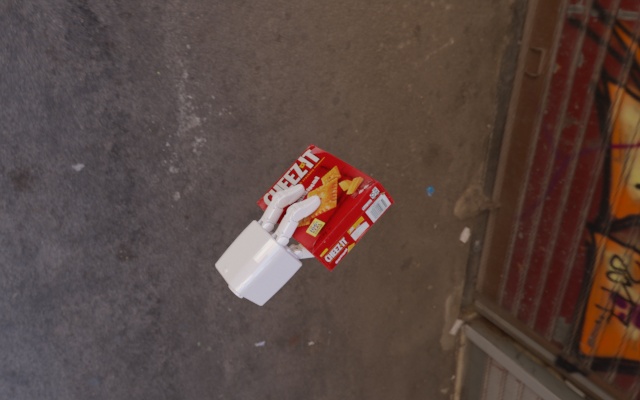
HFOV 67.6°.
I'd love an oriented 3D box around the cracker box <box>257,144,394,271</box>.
[{"bbox_3d":[0.000,0.003,0.862,0.213,0.164,0.072,36,-9,49],"label":"cracker box"}]
